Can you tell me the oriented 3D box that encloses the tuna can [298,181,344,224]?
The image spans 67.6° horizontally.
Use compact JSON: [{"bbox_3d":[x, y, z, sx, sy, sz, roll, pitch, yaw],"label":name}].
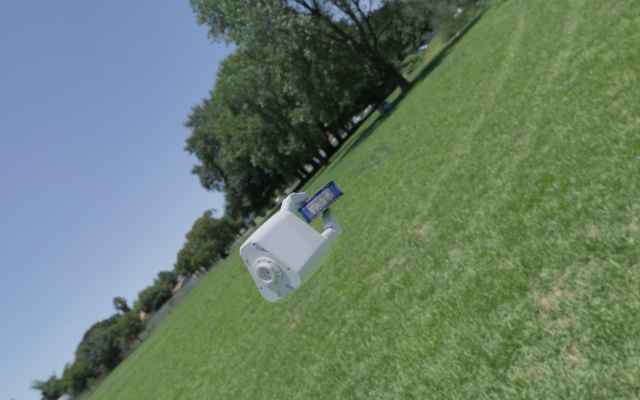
[{"bbox_3d":[0.000,0.002,0.864,0.086,0.034,0.086,-41,-1,-1],"label":"tuna can"}]
